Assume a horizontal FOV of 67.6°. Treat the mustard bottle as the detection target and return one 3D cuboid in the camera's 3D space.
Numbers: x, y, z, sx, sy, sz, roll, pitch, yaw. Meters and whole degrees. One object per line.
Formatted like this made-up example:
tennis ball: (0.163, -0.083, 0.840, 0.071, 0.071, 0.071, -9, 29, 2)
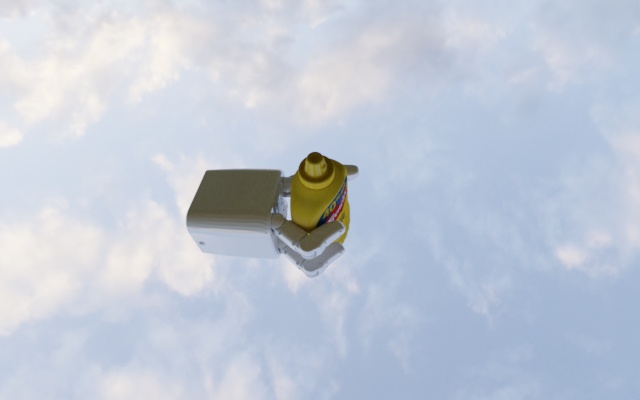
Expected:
mustard bottle: (0.000, 0.002, 0.597, 0.058, 0.096, 0.192, 26, -25, 19)
